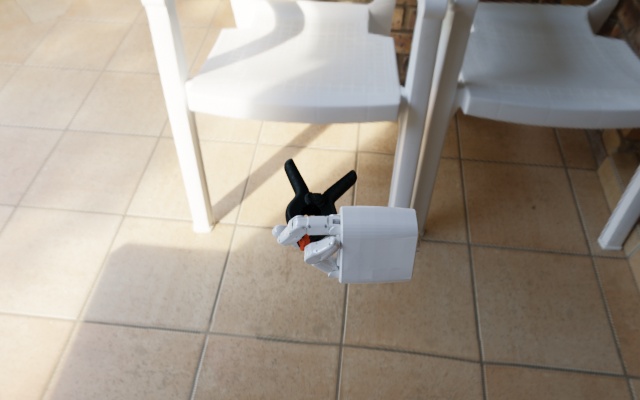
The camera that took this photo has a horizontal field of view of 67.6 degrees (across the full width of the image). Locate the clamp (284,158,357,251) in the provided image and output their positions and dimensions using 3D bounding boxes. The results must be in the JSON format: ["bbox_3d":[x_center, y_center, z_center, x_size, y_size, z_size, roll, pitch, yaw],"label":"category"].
[{"bbox_3d":[0.000,0.002,0.738,0.120,0.171,0.039,0,-38,0],"label":"clamp"}]
